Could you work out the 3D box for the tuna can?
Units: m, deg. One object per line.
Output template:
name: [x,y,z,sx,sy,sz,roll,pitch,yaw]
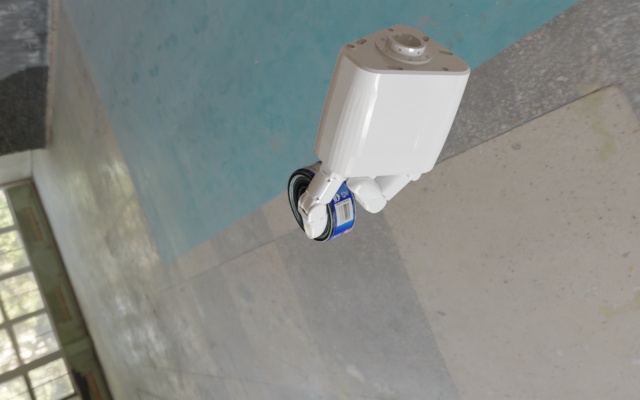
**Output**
tuna can: [0.000,0.002,0.524,0.033,0.086,0.086,-23,12,-30]
